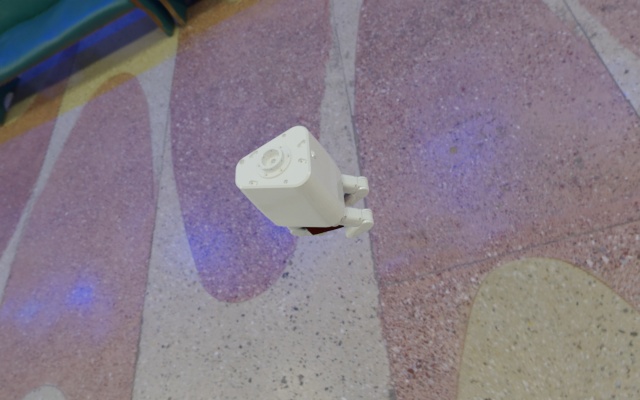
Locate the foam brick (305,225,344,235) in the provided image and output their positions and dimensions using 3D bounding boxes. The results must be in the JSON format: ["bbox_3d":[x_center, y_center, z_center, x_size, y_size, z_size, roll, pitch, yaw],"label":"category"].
[{"bbox_3d":[0.000,0.002,0.704,0.053,0.078,0.051,-16,-34,17],"label":"foam brick"}]
